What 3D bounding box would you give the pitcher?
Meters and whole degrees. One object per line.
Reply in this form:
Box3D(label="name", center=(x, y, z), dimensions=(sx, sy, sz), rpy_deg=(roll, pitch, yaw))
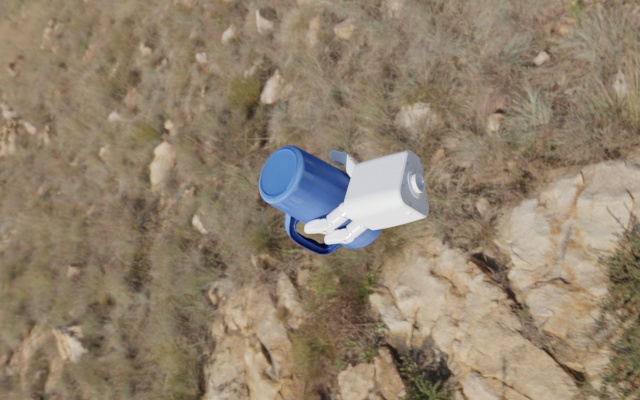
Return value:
Box3D(label="pitcher", center=(0.000, 0.003, 0.887), dimensions=(0.145, 0.149, 0.243), rpy_deg=(-12, -28, 40))
